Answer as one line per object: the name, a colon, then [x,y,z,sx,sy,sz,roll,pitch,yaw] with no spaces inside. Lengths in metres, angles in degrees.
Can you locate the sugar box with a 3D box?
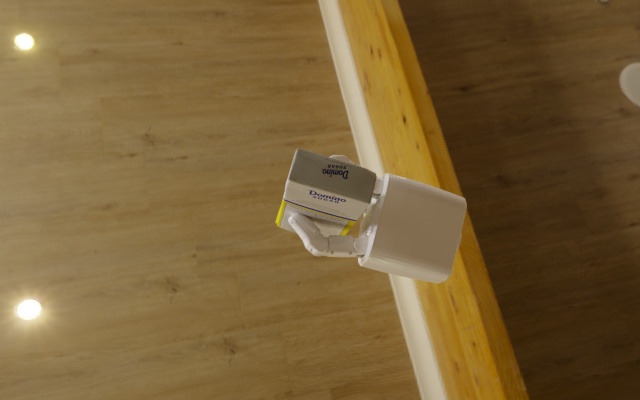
sugar box: [0.000,0.001,0.581,0.093,0.048,0.176,17,-23,-4]
